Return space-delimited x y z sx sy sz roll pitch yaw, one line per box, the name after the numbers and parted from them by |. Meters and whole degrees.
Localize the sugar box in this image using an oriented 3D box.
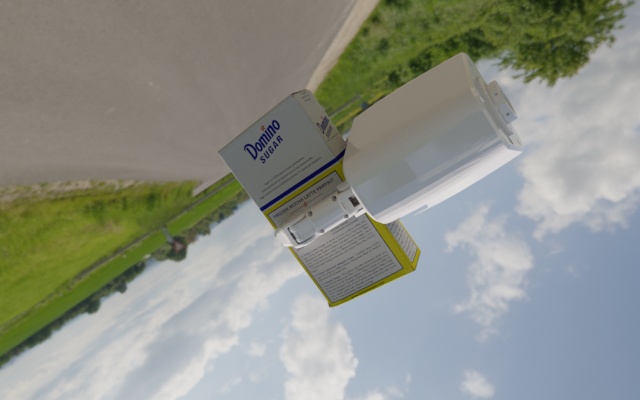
0.000 0.001 0.420 0.093 0.176 0.048 -31 5 27 | sugar box
